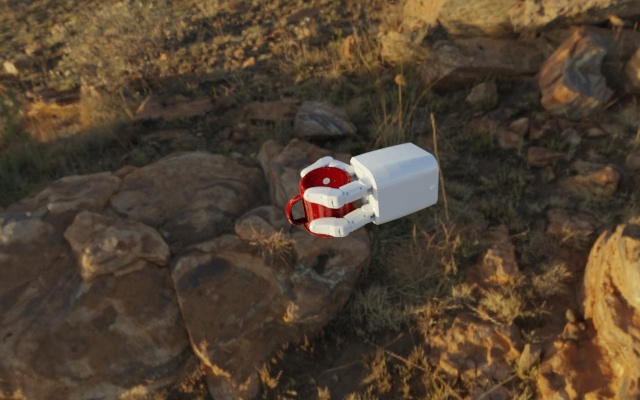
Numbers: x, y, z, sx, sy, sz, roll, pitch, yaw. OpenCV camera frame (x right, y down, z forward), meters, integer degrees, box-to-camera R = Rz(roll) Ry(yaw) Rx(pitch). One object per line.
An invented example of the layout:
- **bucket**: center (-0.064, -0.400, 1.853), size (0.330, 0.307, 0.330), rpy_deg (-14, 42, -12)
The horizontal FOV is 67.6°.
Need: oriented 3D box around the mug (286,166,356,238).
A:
- **mug**: center (-0.001, 0.003, 0.767), size (0.117, 0.082, 0.093), rpy_deg (-18, 40, -10)
